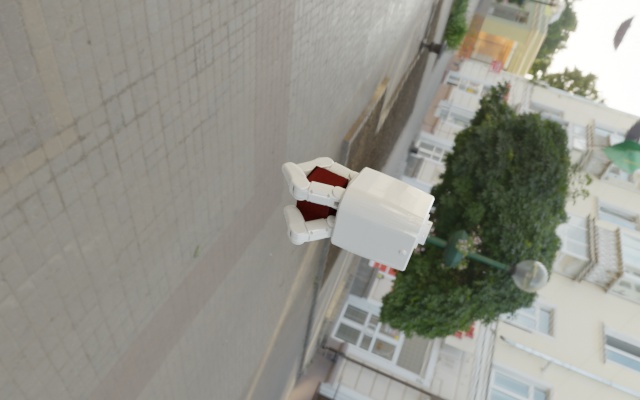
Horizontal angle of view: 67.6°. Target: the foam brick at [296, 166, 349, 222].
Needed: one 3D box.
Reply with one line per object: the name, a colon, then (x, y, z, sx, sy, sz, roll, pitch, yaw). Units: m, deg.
foam brick: (0.000, 0.002, 0.670, 0.051, 0.078, 0.053, 24, 46, 14)
